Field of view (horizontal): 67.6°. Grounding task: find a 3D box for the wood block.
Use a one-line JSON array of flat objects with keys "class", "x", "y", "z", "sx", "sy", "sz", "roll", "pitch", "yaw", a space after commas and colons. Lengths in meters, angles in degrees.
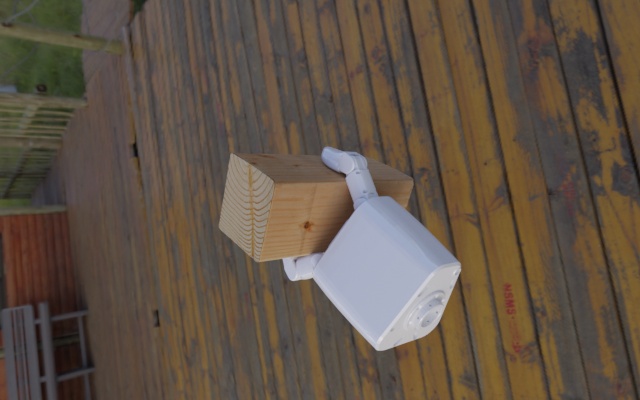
[{"class": "wood block", "x": 0.000, "y": 0.002, "z": 0.557, "sx": 0.206, "sy": 0.091, "sz": 0.090, "roll": -3, "pitch": 24, "yaw": -40}]
